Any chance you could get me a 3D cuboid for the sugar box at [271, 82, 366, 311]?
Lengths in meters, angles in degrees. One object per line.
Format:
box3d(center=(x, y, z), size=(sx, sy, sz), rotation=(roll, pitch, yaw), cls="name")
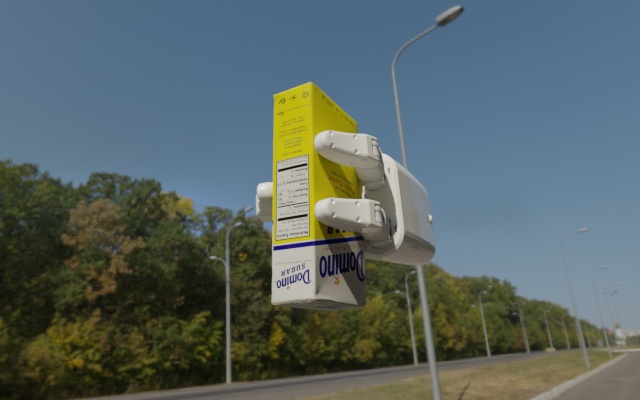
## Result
box3d(center=(0.001, 0.001, 0.405), size=(0.048, 0.176, 0.093), rotation=(-13, -20, 27), cls="sugar box")
